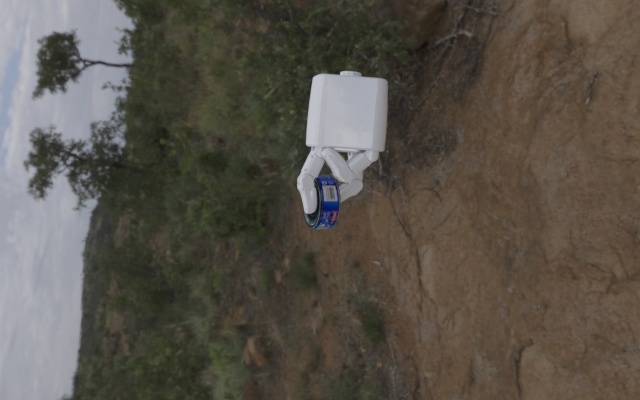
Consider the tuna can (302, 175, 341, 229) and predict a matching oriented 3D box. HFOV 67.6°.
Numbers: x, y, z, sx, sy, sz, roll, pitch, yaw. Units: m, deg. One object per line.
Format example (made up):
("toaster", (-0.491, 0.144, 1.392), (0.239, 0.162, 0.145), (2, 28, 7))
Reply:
("tuna can", (0.000, 0.003, 0.753), (0.034, 0.086, 0.086), (-1, 0, -21))
